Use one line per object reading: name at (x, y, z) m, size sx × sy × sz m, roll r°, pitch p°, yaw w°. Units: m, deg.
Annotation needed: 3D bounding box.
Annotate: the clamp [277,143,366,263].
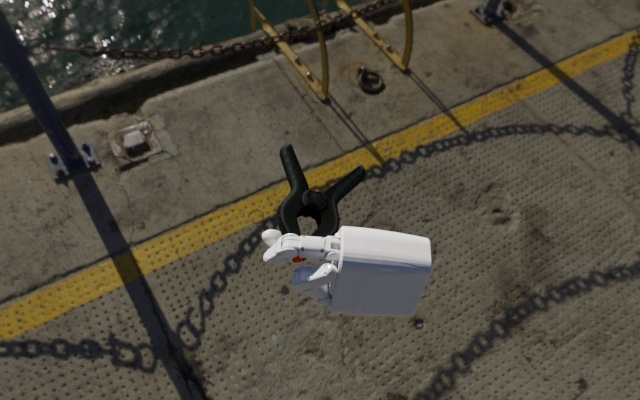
clamp at (0.000, 0.002, 0.617) m, size 0.120 × 0.171 × 0.039 m, roll 6°, pitch -32°, yaw -4°
